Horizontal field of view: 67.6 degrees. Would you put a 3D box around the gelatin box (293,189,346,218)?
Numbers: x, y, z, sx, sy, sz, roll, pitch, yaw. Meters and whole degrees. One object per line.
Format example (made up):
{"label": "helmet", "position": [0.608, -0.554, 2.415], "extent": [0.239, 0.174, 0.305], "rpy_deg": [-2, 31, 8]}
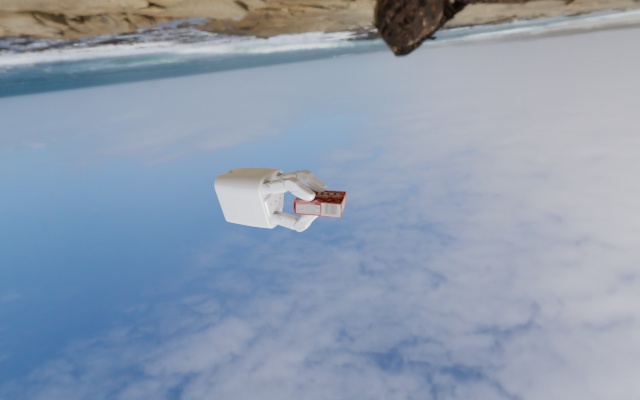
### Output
{"label": "gelatin box", "position": [0.000, 0.003, 0.896], "extent": [0.089, 0.030, 0.073], "rpy_deg": [5, 20, 9]}
